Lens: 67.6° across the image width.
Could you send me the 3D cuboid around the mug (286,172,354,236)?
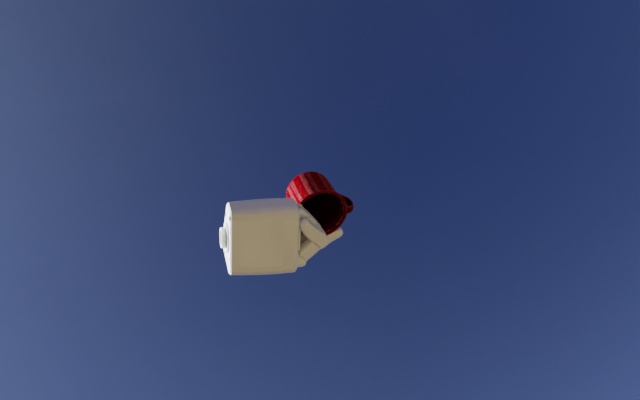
[{"bbox_3d":[0.001,0.002,0.822,0.117,0.093,0.081,-1,32,-20],"label":"mug"}]
